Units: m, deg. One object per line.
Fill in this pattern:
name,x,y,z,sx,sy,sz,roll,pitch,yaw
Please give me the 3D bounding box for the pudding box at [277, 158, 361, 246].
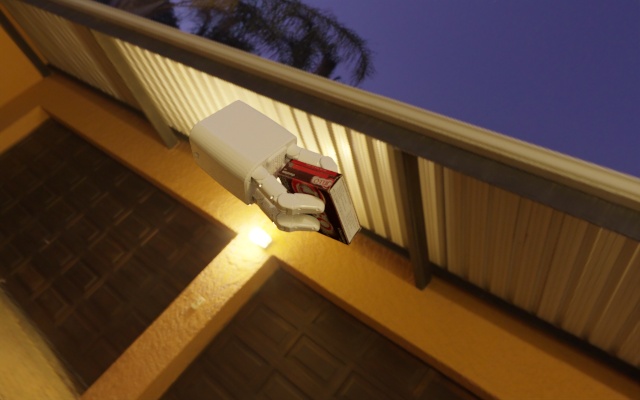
pudding box,0.000,0.002,0.651,0.090,0.039,0.114,21,-30,36
